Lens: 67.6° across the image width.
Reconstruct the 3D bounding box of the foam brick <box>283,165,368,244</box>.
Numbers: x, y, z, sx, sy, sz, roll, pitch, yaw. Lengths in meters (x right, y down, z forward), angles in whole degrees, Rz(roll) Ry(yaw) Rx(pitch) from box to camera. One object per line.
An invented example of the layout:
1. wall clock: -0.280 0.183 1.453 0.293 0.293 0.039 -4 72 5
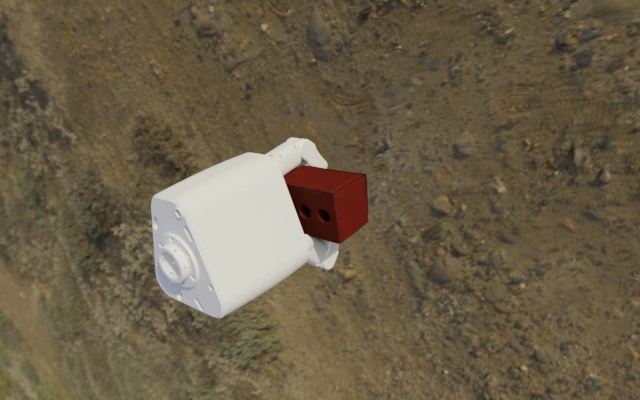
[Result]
1. foam brick: 0.000 0.001 0.460 0.078 0.053 0.051 11 29 36
